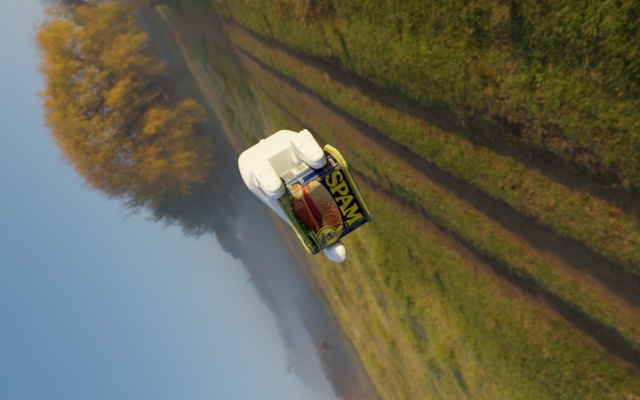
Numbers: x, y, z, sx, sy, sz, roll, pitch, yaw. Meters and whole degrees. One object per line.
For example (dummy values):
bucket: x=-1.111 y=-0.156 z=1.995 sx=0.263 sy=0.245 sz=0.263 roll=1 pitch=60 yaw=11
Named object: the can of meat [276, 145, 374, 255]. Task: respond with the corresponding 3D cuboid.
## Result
can of meat: x=0.000 y=0.002 z=0.550 sx=0.084 sy=0.102 sz=0.057 roll=-32 pitch=26 yaw=-6
